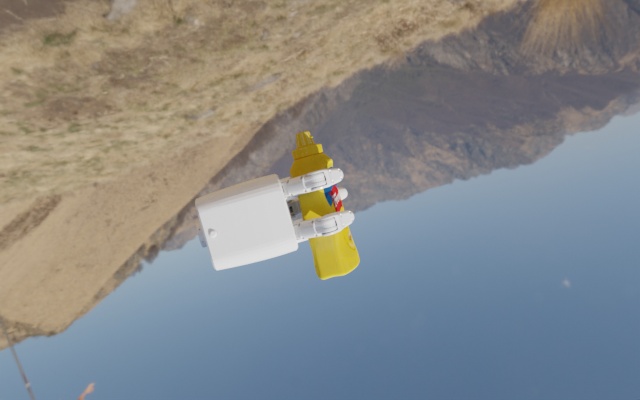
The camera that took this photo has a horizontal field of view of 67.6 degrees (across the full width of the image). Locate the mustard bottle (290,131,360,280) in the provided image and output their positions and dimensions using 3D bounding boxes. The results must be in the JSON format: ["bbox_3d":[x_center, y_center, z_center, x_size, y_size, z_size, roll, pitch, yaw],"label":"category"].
[{"bbox_3d":[0.001,0.002,0.639,0.058,0.191,0.096,-15,3,16],"label":"mustard bottle"}]
